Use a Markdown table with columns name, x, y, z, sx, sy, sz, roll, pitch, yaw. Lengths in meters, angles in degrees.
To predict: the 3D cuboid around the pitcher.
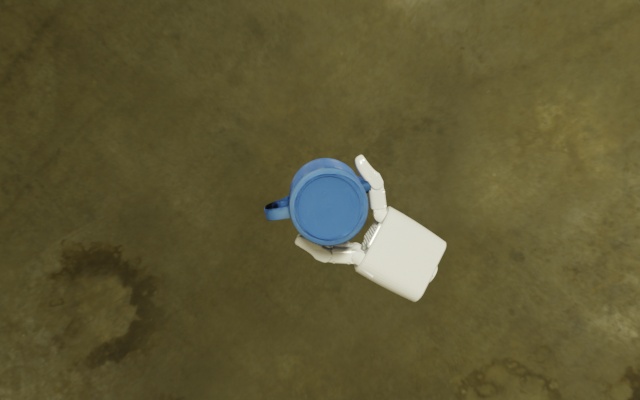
| name | x | y | z | sx | sy | sz | roll | pitch | yaw |
| --- | --- | --- | --- | --- | --- | --- | --- | --- | --- |
| pitcher | 0.000 | 0.003 | 0.755 | 0.145 | 0.149 | 0.243 | 33 | 4 | -3 |
